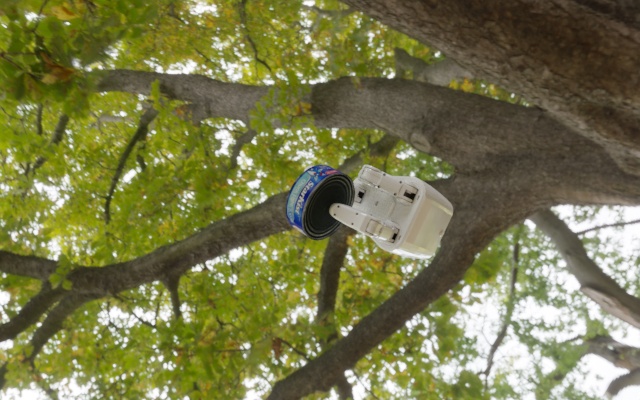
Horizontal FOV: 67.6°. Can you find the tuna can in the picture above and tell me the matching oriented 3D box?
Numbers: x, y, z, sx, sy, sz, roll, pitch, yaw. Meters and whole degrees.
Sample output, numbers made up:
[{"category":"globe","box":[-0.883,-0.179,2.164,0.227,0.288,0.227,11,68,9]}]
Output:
[{"category":"tuna can","box":[0.000,0.002,0.564,0.033,0.086,0.086,30,19,36]}]
